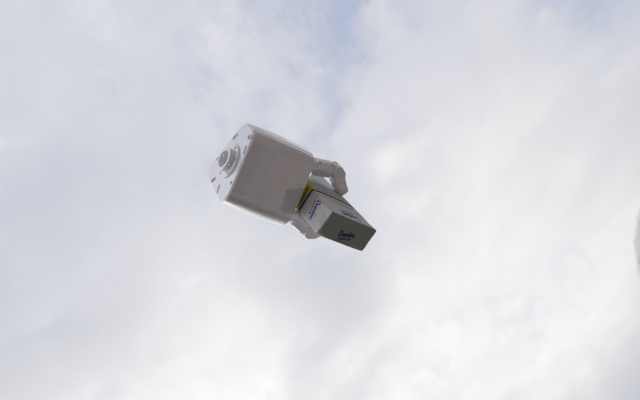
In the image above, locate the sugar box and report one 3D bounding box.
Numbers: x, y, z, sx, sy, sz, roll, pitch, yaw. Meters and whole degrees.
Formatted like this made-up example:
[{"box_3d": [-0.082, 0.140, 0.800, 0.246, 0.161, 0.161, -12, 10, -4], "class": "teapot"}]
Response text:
[{"box_3d": [0.000, 0.003, 0.720, 0.093, 0.048, 0.176, 24, 18, -38], "class": "sugar box"}]
